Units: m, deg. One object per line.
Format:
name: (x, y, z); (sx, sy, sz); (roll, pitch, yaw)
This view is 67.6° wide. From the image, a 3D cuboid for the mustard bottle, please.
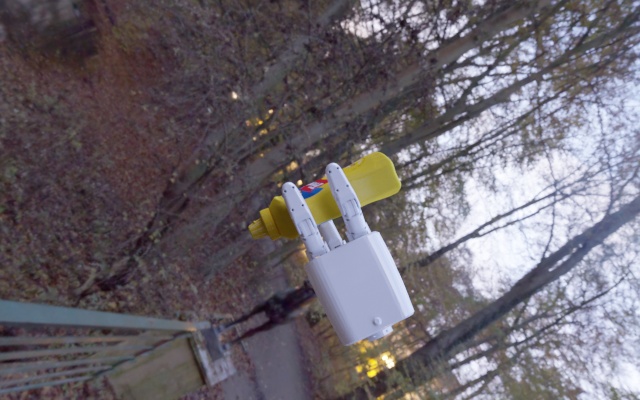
mustard bottle: (0.000, 0.002, 0.604); (0.191, 0.058, 0.096); (-25, 12, -4)
